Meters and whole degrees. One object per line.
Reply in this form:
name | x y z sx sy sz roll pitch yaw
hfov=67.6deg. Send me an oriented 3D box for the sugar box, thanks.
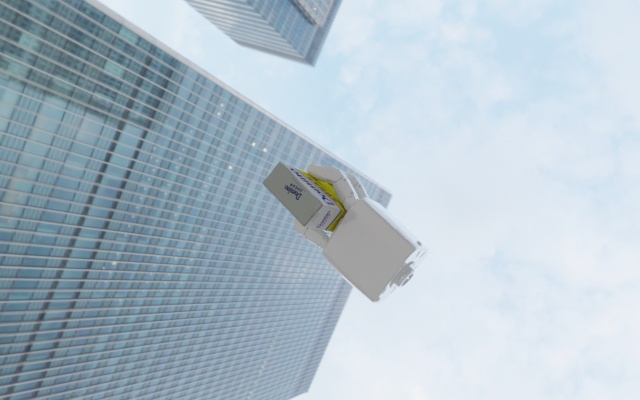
sugar box | 0.001 0.002 0.700 0.093 0.048 0.176 44 10 24
